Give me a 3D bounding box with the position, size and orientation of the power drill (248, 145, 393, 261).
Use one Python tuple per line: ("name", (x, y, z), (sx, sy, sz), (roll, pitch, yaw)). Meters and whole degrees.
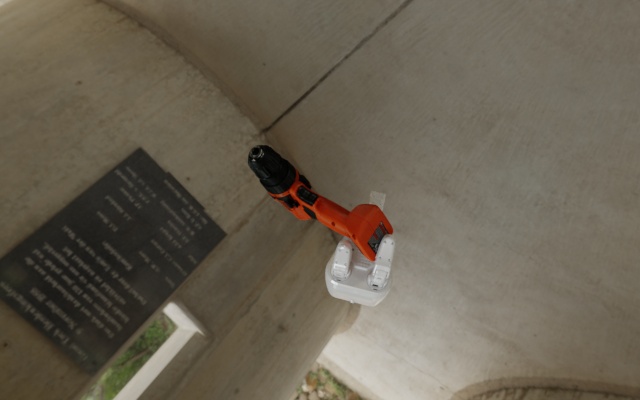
("power drill", (0.001, 0.002, 0.657), (0.187, 0.057, 0.184), (30, -9, 32))
